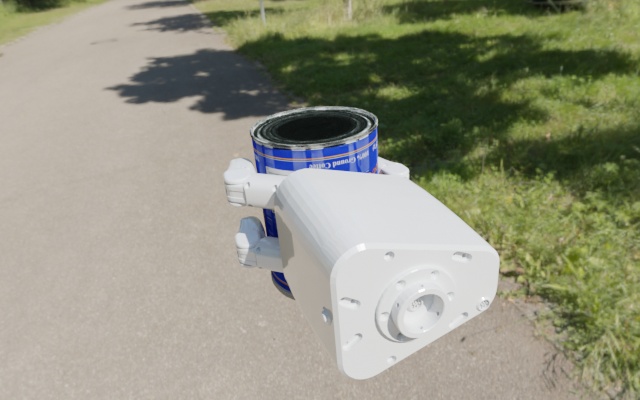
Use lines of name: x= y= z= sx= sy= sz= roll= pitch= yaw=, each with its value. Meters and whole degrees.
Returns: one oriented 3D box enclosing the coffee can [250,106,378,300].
coffee can: x=0.000 y=0.001 z=0.410 sx=0.103 sy=0.140 sz=0.102 roll=-4 pitch=26 yaw=2
